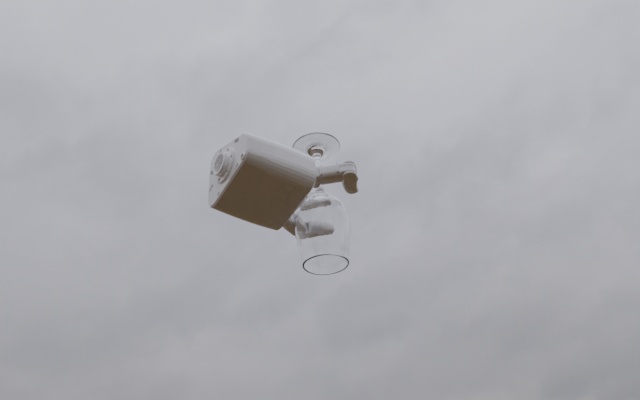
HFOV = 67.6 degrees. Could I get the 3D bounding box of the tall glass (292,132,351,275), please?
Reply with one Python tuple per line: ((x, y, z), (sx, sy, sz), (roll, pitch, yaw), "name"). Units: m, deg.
((0.000, 0.002, 0.682), (0.079, 0.201, 0.079), (-4, -33, -2), "tall glass")
